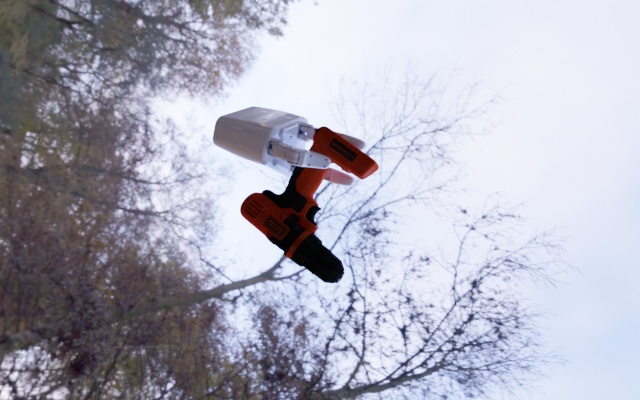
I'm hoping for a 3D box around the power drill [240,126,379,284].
[{"bbox_3d":[0.000,0.002,0.694,0.184,0.187,0.057,38,0,10],"label":"power drill"}]
